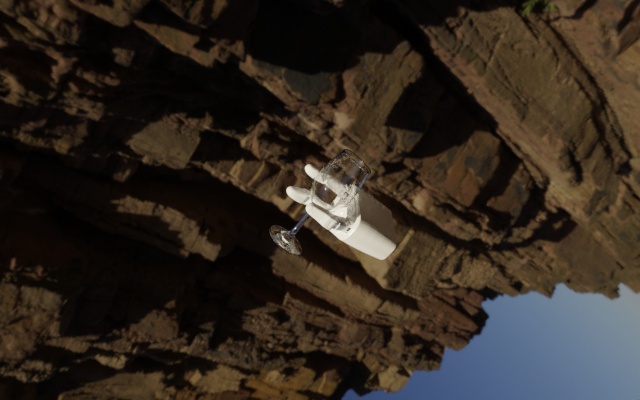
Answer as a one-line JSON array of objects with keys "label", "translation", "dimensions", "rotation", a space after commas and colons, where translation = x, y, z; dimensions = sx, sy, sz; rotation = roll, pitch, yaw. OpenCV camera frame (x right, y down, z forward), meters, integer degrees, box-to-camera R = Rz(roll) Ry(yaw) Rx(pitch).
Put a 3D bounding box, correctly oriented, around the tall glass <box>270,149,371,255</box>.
[{"label": "tall glass", "translation": [0.000, 0.003, 0.841], "dimensions": [0.079, 0.201, 0.079], "rotation": [37, 19, -15]}]
